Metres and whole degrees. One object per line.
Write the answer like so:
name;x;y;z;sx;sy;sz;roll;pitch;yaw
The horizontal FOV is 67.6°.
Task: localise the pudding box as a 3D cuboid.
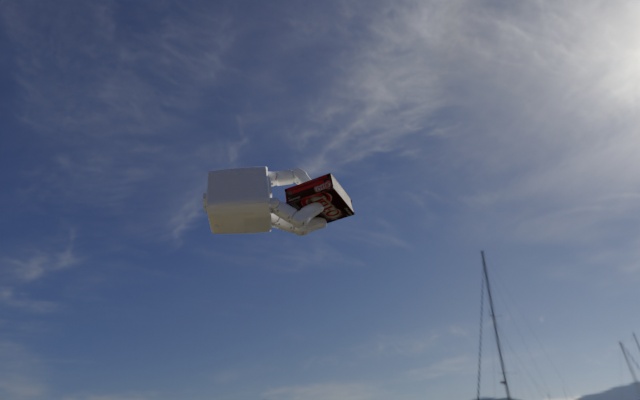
pudding box;0.000;0.003;0.855;0.090;0.039;0.113;-18;-29;16
